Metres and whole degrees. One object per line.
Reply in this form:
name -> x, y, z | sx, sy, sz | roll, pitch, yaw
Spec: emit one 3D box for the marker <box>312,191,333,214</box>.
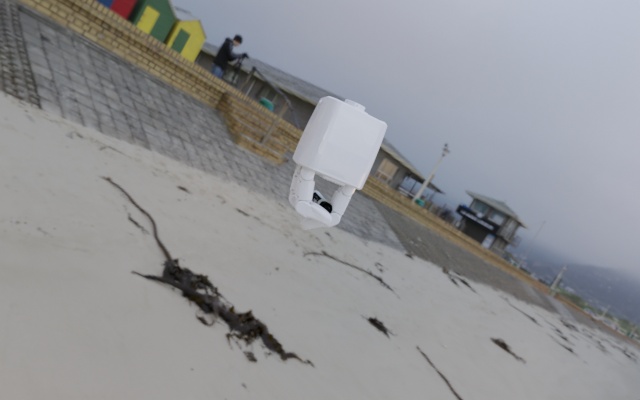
marker -> 0.000, 0.003, 0.761 | 0.020, 0.020, 0.121 | 0, 10, -9
